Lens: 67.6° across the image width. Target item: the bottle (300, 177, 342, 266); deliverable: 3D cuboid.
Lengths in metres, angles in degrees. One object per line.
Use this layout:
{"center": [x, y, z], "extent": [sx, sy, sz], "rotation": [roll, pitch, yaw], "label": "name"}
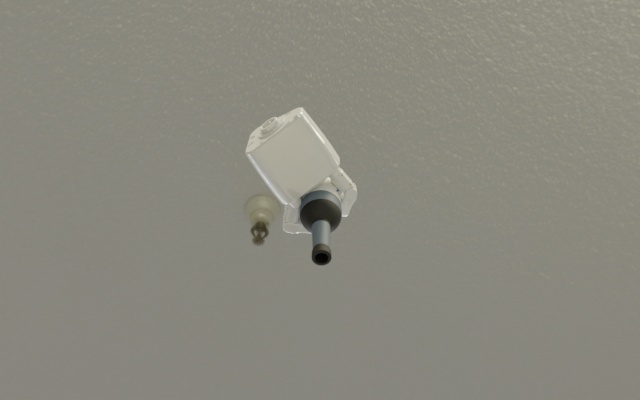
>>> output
{"center": [0.000, 0.002, 0.777], "extent": [0.069, 0.069, 0.295], "rotation": [0, 31, -1], "label": "bottle"}
